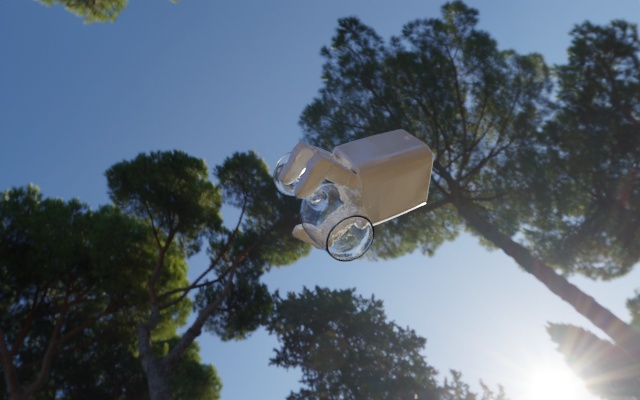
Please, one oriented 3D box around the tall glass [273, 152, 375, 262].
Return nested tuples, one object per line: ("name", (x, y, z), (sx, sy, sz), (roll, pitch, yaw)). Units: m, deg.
("tall glass", (0.000, 0.002, 0.635), (0.079, 0.079, 0.201), (0, 26, -23))
